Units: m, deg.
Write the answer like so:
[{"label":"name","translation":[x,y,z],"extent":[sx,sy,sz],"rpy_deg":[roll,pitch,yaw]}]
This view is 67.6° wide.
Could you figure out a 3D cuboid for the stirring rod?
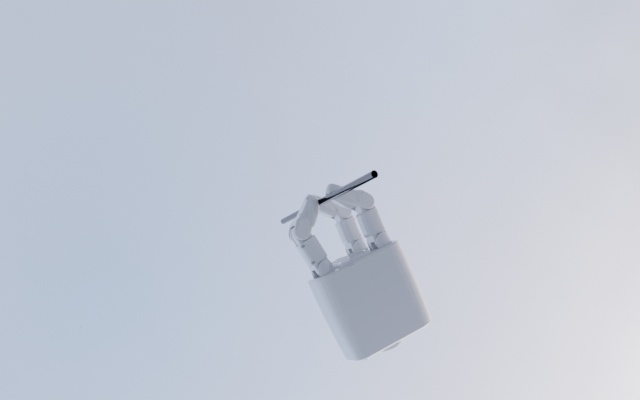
[{"label":"stirring rod","translation":[0.000,0.002,0.569],"extent":[0.011,0.011,0.239],"rpy_deg":[0,-13,-27]}]
